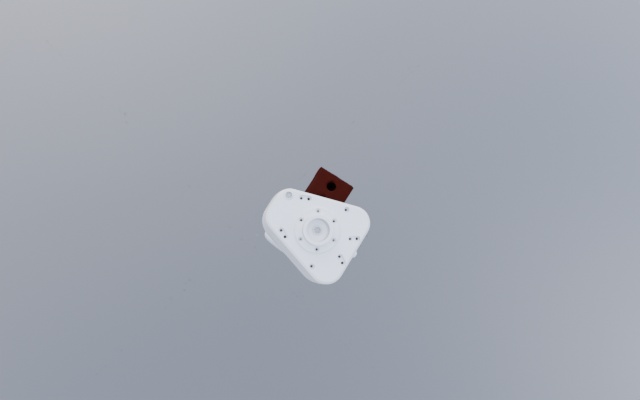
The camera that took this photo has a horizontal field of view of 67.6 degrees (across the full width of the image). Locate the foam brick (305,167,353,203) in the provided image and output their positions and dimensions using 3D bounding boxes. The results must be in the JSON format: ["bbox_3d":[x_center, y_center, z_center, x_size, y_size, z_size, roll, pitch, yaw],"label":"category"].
[{"bbox_3d":[0.000,0.002,0.641,0.053,0.078,0.051,32,-7,-2],"label":"foam brick"}]
